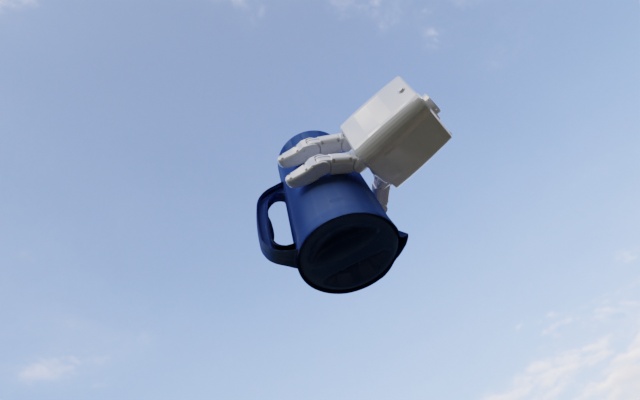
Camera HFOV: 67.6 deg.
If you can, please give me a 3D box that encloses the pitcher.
[{"bbox_3d":[0.000,0.002,0.669,0.149,0.145,0.242,36,19,-34],"label":"pitcher"}]
